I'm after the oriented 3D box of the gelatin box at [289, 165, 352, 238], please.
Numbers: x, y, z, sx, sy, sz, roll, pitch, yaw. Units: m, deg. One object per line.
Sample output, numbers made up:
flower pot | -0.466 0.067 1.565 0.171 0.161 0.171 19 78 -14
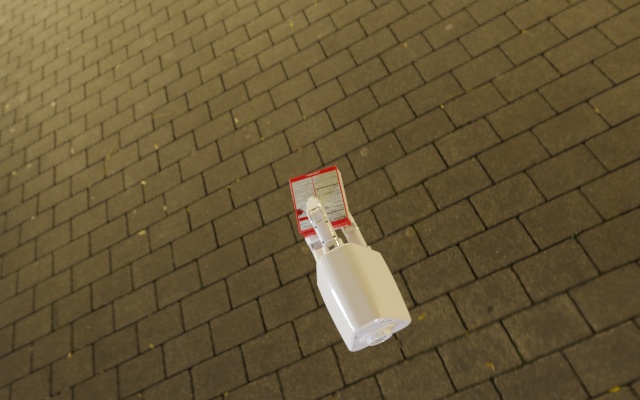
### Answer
gelatin box | 0.000 0.002 0.689 0.073 0.089 0.030 -17 -23 10
